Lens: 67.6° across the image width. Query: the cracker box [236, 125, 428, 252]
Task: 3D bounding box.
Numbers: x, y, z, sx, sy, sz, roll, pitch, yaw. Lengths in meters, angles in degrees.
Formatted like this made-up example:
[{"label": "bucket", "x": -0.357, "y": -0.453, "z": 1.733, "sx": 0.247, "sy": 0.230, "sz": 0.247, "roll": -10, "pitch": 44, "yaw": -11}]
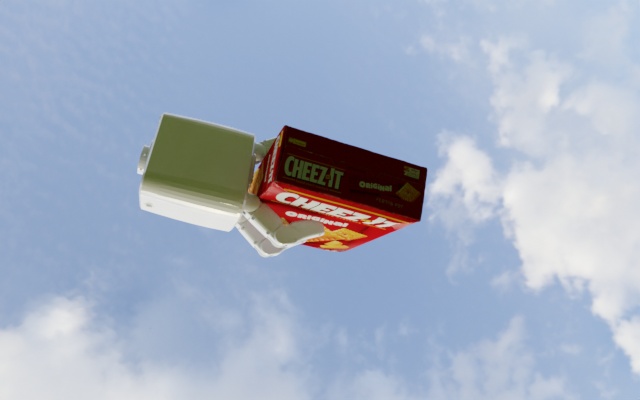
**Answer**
[{"label": "cracker box", "x": 0.000, "y": 0.002, "z": 0.575, "sx": 0.164, "sy": 0.072, "sz": 0.214, "roll": 14, "pitch": -18, "yaw": -16}]
